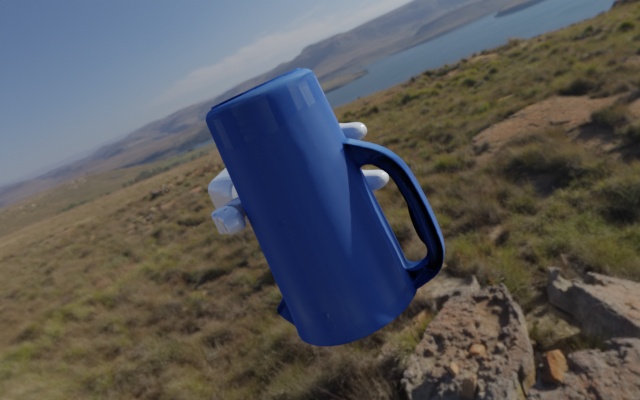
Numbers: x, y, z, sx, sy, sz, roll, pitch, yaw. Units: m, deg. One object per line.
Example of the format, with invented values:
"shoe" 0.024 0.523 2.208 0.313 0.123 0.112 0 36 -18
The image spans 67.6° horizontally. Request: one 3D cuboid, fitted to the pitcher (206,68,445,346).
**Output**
"pitcher" 0.000 0.002 0.458 0.149 0.243 0.145 -31 15 -23
